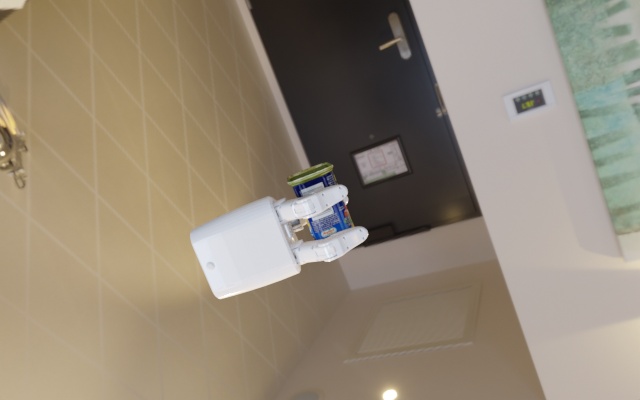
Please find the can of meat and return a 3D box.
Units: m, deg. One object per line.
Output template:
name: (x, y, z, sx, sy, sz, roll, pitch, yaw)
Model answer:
can of meat: (0.000, 0.002, 0.599, 0.057, 0.084, 0.102, -21, 8, -2)
